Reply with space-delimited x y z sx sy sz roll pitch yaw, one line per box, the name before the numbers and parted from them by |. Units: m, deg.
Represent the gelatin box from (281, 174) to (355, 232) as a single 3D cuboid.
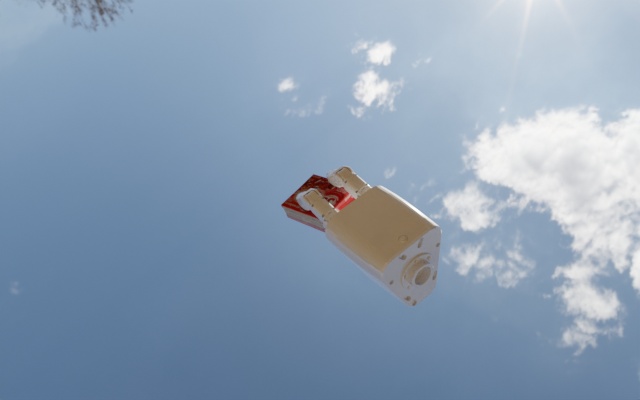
gelatin box | 0.000 0.002 0.677 0.089 0.030 0.073 19 54 44
